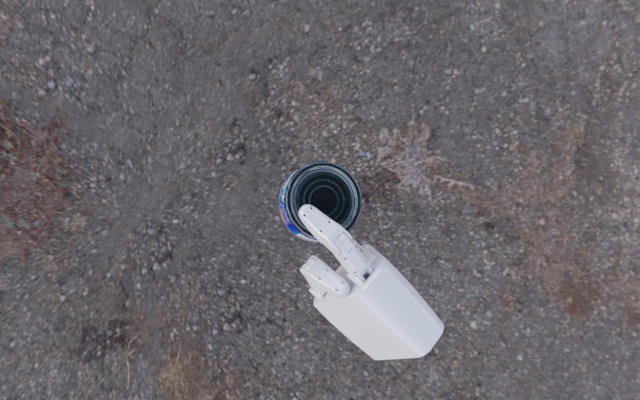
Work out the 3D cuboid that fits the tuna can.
[{"bbox_3d":[0.000,0.002,0.511,0.086,0.086,0.034,0,-6,-16],"label":"tuna can"}]
